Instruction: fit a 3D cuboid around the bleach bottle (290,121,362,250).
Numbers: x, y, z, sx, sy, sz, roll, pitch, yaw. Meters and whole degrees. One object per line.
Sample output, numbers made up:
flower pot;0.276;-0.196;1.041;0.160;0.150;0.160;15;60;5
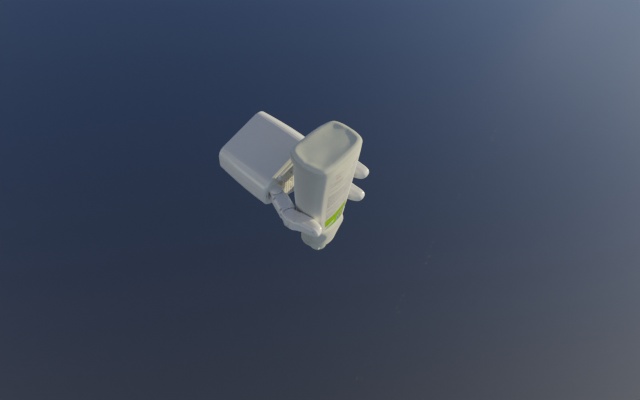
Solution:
bleach bottle;0.000;0.002;0.722;0.068;0.251;0.102;36;58;20
